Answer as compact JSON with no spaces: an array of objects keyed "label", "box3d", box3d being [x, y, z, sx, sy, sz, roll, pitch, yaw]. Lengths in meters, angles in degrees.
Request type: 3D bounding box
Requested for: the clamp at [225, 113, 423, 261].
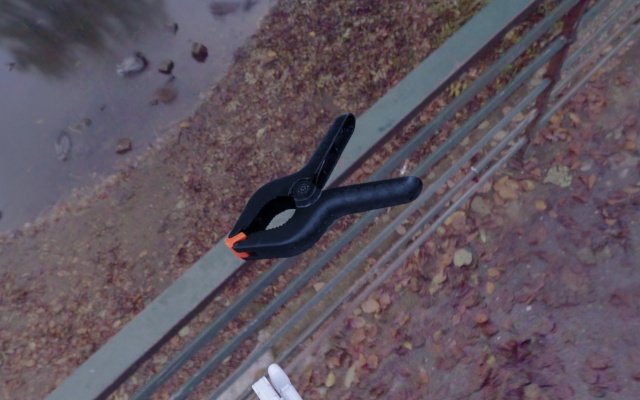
[{"label":"clamp","box3d":[0.000,0.001,0.417,0.120,0.171,0.039,40,-11,43]}]
